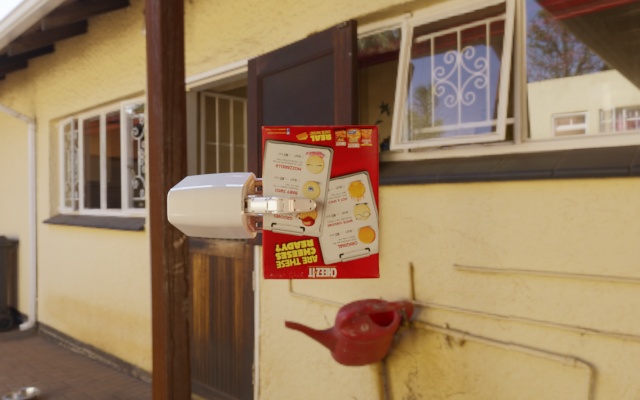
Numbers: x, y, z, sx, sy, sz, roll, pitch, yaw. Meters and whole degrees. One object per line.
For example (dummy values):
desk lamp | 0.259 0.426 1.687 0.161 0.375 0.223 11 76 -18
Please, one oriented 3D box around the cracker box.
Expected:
cracker box | 0.000 0.002 0.688 0.164 0.213 0.072 -1 0 1
